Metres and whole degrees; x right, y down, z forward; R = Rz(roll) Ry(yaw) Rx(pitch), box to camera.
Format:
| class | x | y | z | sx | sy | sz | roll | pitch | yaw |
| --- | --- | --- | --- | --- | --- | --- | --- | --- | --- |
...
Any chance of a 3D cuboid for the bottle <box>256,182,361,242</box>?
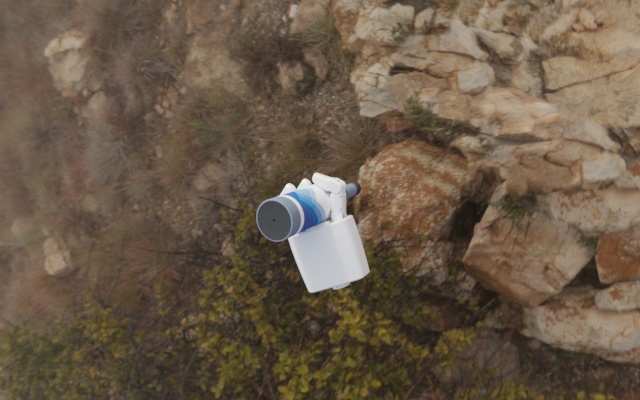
| class | x | y | z | sx | sy | sz | roll | pitch | yaw |
| --- | --- | --- | --- | --- | --- | --- | --- | --- | --- |
| bottle | 0.000 | 0.003 | 0.845 | 0.069 | 0.069 | 0.295 | 0 | 11 | 29 |
